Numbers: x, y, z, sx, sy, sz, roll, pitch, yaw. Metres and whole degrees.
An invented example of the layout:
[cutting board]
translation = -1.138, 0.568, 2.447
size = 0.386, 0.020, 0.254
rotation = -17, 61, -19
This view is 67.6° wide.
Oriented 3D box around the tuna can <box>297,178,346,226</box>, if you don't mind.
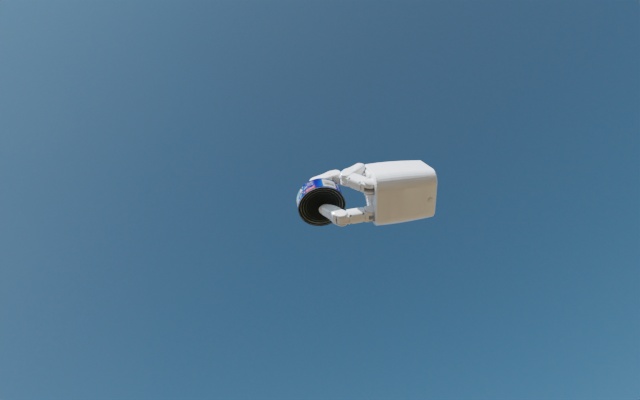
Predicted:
[tuna can]
translation = 0.000, 0.002, 0.862
size = 0.086, 0.086, 0.033
rotation = 0, 35, -12
